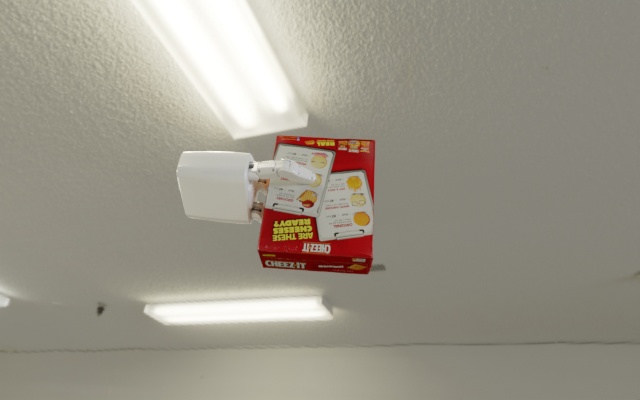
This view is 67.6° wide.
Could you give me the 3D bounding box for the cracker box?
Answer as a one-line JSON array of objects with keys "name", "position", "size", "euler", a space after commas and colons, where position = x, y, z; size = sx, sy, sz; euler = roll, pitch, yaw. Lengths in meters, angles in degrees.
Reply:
[{"name": "cracker box", "position": [0.000, 0.002, 0.744], "size": [0.164, 0.213, 0.072], "euler": [3, -32, 3]}]
